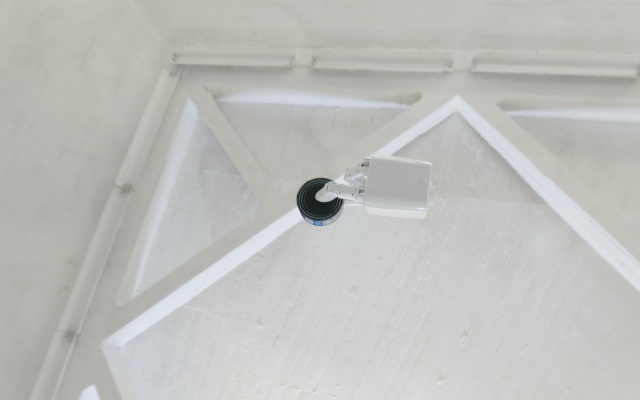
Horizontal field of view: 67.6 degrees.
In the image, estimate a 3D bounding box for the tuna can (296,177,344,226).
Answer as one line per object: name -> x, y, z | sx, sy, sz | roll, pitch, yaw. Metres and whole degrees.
tuna can -> 0.000, 0.003, 0.873 | 0.086, 0.086, 0.034 | 0, -23, 6
